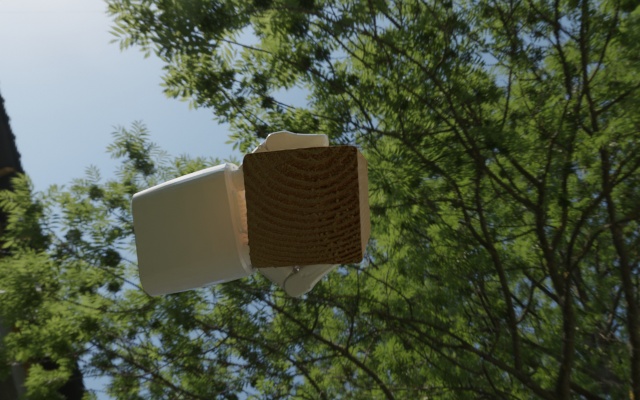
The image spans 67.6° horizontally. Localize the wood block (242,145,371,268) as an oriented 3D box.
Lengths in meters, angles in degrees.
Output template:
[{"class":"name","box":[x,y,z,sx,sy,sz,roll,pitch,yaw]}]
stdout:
[{"class":"wood block","box":[0.000,0.001,0.461,0.090,0.091,0.206,-4,2,8]}]
